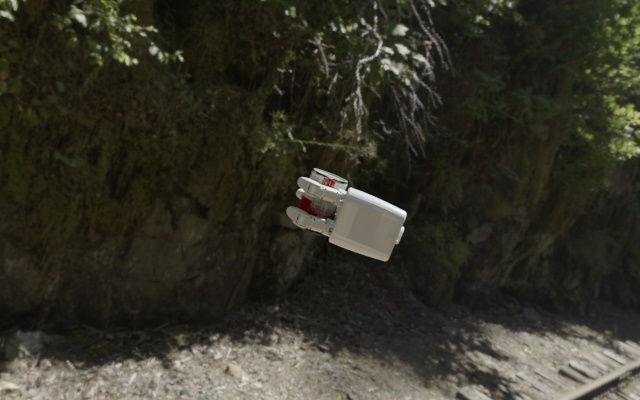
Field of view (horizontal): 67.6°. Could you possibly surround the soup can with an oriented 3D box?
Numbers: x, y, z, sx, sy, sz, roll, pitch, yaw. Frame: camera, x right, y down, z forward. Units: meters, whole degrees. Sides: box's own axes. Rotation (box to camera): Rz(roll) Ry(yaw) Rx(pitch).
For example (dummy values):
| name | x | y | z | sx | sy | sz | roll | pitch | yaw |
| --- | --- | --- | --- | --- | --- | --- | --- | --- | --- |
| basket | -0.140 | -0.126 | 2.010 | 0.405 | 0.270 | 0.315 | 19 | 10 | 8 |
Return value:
| name | x | y | z | sx | sy | sz | roll | pitch | yaw |
| --- | --- | --- | --- | --- | --- | --- | --- | --- | --- |
| soup can | 0.000 | 0.002 | 0.841 | 0.068 | 0.102 | 0.068 | 21 | 9 | -3 |
